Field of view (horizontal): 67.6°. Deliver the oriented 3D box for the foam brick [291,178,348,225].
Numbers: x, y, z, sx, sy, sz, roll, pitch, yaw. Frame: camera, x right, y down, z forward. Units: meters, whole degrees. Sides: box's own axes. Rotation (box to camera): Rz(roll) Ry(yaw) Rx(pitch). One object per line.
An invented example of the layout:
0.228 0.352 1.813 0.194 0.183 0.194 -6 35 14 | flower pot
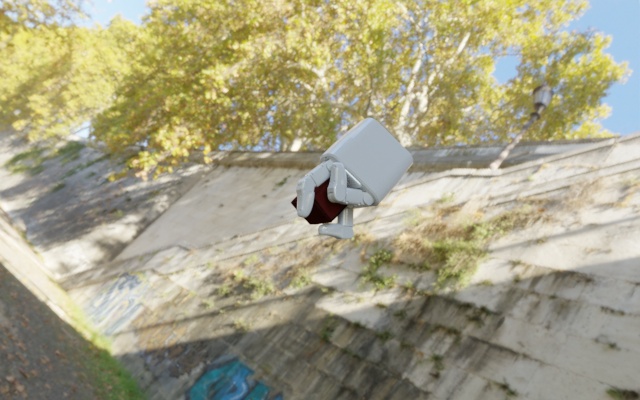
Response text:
0.000 0.003 0.770 0.051 0.053 0.078 -46 17 -24 | foam brick
